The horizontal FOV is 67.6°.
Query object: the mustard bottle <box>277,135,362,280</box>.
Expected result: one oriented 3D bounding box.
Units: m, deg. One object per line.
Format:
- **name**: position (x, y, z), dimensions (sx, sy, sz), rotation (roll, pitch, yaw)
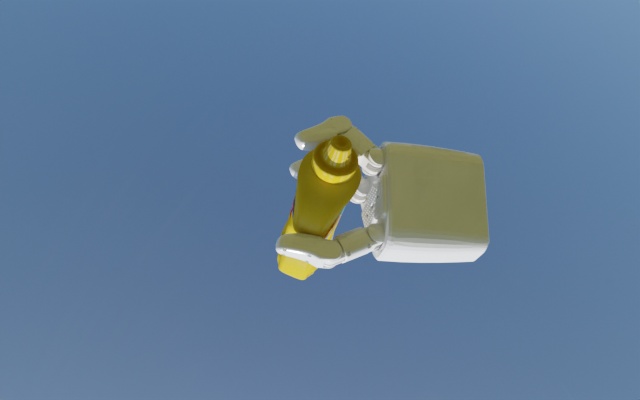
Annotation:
- **mustard bottle**: position (0.000, 0.002, 0.480), dimensions (0.058, 0.096, 0.192), rotation (24, -34, 2)
